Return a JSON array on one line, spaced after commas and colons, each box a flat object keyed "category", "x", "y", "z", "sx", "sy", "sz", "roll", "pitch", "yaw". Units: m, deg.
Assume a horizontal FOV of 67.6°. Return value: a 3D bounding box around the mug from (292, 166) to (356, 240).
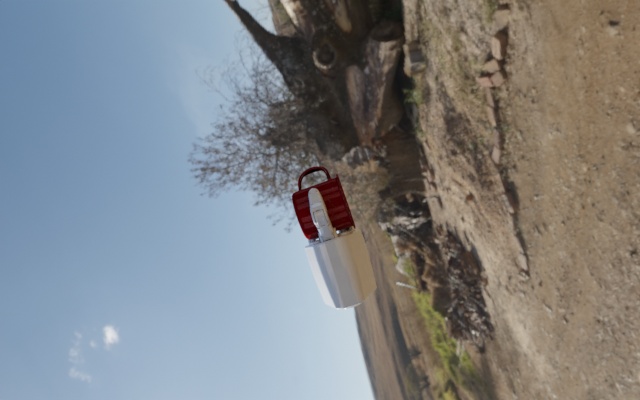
[{"category": "mug", "x": -0.001, "y": 0.001, "z": 0.772, "sx": 0.081, "sy": 0.117, "sz": 0.093, "roll": -19, "pitch": -4, "yaw": 4}]
